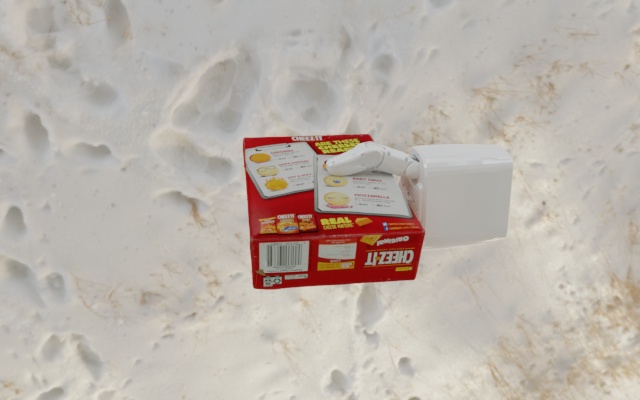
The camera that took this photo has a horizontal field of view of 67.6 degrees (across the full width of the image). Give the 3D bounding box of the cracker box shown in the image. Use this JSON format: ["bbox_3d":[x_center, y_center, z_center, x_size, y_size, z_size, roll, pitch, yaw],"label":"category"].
[{"bbox_3d":[0.000,0.002,0.531,0.164,0.072,0.213,-3,32,-9],"label":"cracker box"}]
